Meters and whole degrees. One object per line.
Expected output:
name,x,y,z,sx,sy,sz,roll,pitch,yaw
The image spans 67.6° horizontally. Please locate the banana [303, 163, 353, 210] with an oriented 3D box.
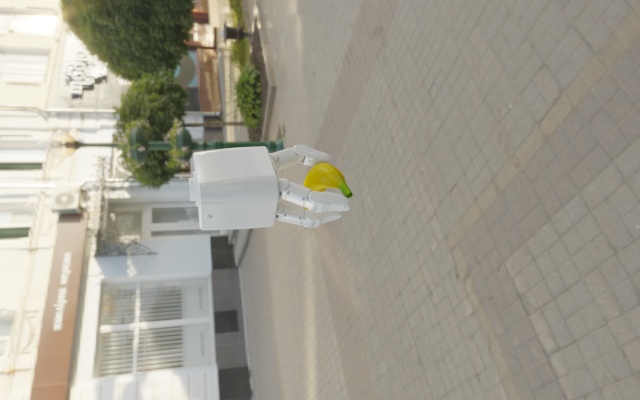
banana,-0.002,-0.016,0.750,0.037,0.069,0.198,-8,-9,-17
